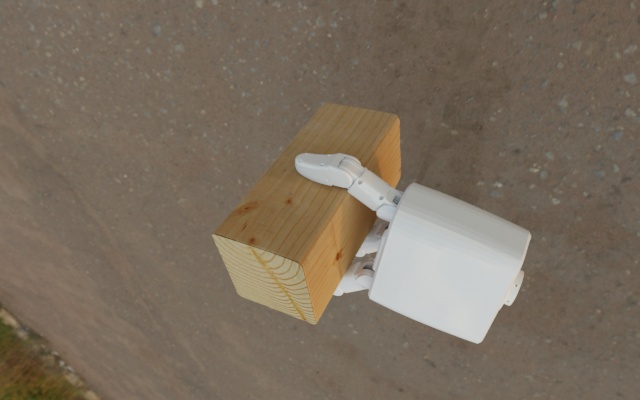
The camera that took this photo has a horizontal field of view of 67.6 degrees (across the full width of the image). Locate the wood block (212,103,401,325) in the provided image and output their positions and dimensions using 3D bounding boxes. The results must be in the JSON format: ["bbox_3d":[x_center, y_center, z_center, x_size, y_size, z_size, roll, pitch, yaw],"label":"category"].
[{"bbox_3d":[0.000,0.002,0.471,0.090,0.091,0.206,15,49,25],"label":"wood block"}]
